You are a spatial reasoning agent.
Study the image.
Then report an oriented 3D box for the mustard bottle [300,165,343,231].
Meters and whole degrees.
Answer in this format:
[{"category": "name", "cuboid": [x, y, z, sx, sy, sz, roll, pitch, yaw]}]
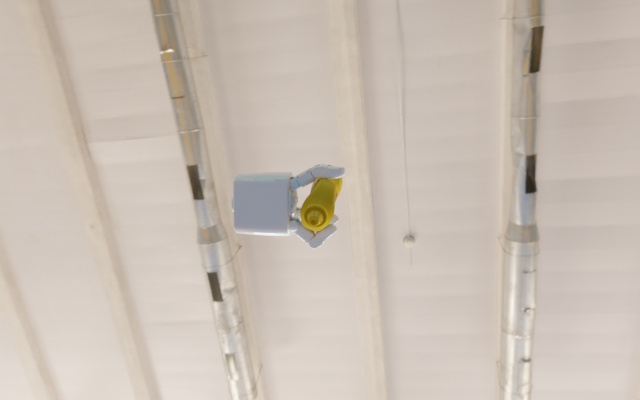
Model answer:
[{"category": "mustard bottle", "cuboid": [0.001, 0.003, 0.879, 0.058, 0.096, 0.191, 24, 21, -1]}]
